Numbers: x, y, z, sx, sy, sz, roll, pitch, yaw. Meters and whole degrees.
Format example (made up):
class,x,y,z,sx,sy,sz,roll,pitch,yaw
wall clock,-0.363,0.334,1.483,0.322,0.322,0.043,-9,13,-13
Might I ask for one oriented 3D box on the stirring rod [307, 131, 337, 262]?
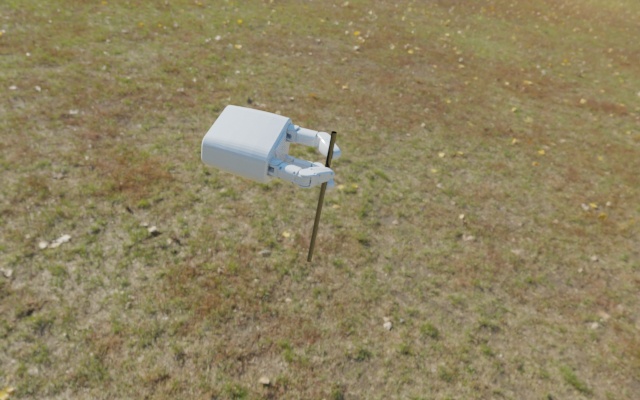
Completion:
class,x,y,z,sx,sy,sz,roll,pitch,yaw
stirring rod,0.000,0.003,0.747,0.011,0.240,0.011,8,32,-5
